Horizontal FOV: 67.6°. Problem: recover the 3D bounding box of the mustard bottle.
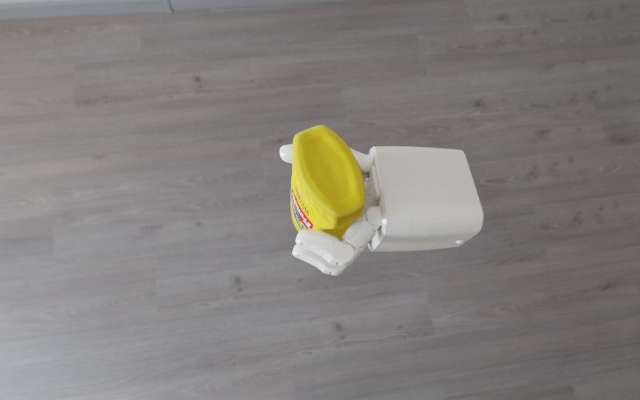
[{"bbox_3d":[0.000,0.002,0.527,0.058,0.096,0.192,-24,-15,-13],"label":"mustard bottle"}]
